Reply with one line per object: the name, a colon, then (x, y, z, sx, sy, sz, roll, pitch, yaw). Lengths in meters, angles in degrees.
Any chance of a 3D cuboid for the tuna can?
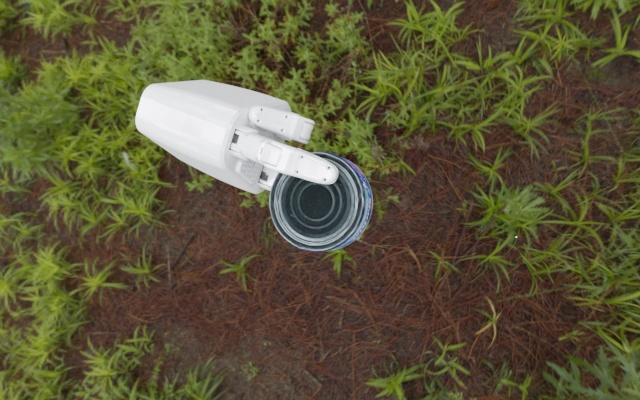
tuna can: (0.000, 0.001, 0.410, 0.086, 0.086, 0.034, 0, -2, 17)
